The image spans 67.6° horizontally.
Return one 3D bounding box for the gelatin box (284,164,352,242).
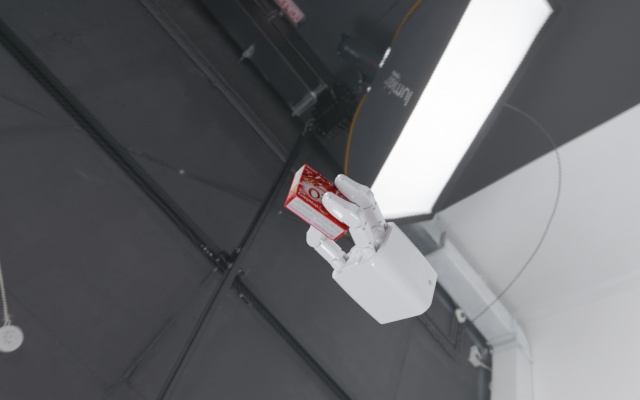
[{"bbox_3d":[0.000,0.002,0.649,0.089,0.073,0.030,36,-54,-16],"label":"gelatin box"}]
